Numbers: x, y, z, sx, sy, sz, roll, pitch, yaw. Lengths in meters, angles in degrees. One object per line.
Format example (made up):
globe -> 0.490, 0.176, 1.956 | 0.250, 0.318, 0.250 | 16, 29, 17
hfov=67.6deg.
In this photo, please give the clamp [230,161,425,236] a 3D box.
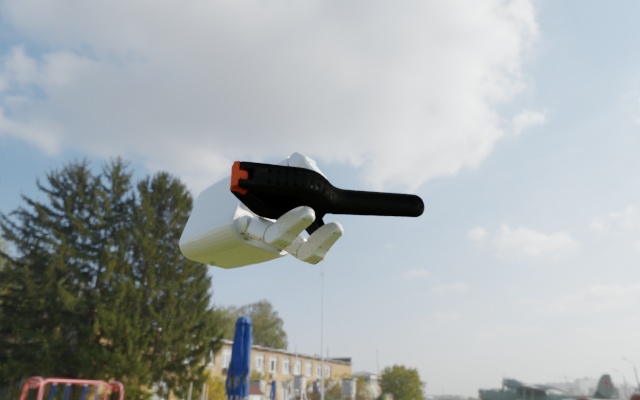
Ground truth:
clamp -> 0.000, 0.001, 0.516 | 0.164, 0.036, 0.210 | -21, -31, 35
